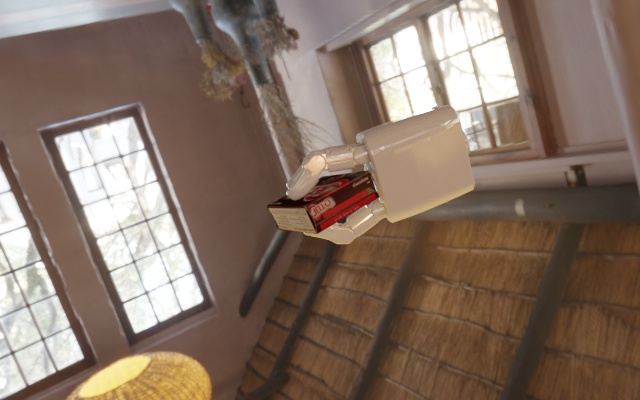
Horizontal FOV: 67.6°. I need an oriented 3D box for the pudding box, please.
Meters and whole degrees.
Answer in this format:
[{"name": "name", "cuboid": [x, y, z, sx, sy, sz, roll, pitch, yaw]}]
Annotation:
[{"name": "pudding box", "cuboid": [0.000, 0.002, 0.556, 0.090, 0.039, 0.113, -28, 10, -25]}]
